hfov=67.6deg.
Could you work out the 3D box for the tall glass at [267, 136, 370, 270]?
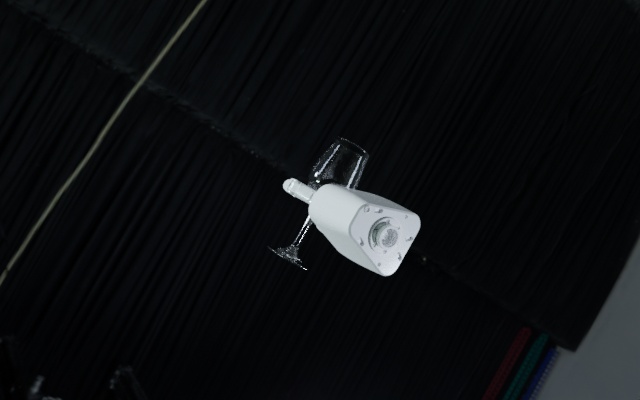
[{"bbox_3d":[0.000,0.003,0.738,0.079,0.201,0.079,30,-3,2],"label":"tall glass"}]
